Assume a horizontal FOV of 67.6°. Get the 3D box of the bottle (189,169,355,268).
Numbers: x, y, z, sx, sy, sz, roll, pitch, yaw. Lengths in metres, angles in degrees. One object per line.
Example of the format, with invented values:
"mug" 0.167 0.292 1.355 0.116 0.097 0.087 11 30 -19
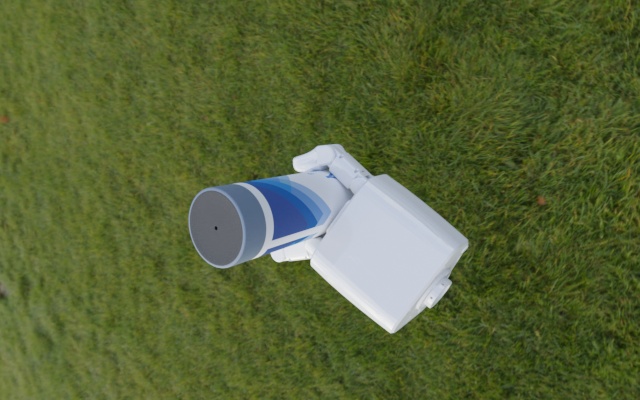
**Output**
"bottle" 0.000 0.002 0.502 0.069 0.069 0.295 0 8 36
